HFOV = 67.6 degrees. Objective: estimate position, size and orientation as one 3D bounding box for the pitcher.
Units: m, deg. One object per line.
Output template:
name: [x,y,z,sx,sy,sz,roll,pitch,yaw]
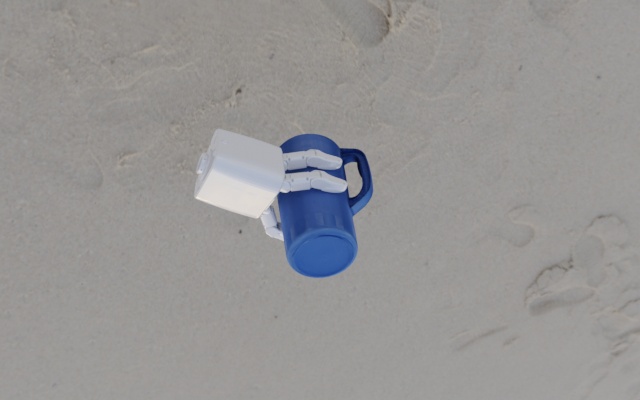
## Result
pitcher: [0.000,0.003,0.792,0.145,0.149,0.242,19,35,-23]
